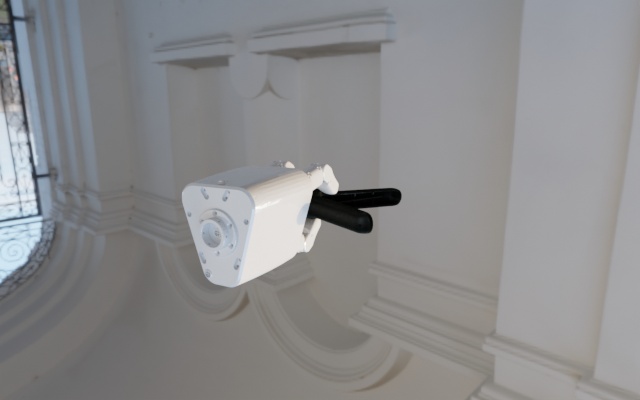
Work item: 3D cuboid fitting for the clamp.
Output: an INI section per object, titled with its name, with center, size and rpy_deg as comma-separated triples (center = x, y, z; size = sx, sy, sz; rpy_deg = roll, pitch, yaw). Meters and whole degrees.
[clamp]
center = 0.000, 0.003, 0.638
size = 0.210, 0.036, 0.164
rpy_deg = 6, 13, 27
